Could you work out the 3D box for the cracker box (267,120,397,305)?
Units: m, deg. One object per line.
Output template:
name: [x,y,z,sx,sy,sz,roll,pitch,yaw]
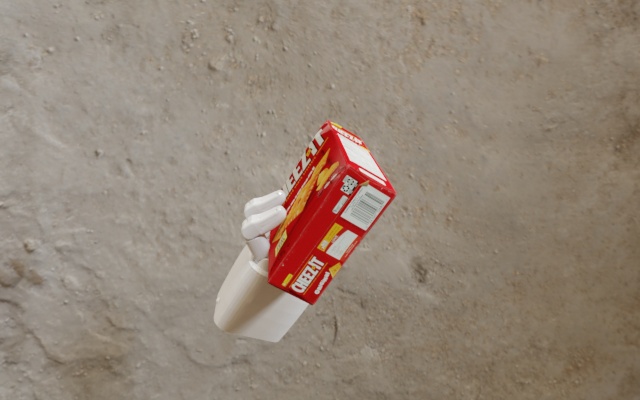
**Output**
cracker box: [0.000,0.002,0.607,0.072,0.164,0.213,30,17,-17]
